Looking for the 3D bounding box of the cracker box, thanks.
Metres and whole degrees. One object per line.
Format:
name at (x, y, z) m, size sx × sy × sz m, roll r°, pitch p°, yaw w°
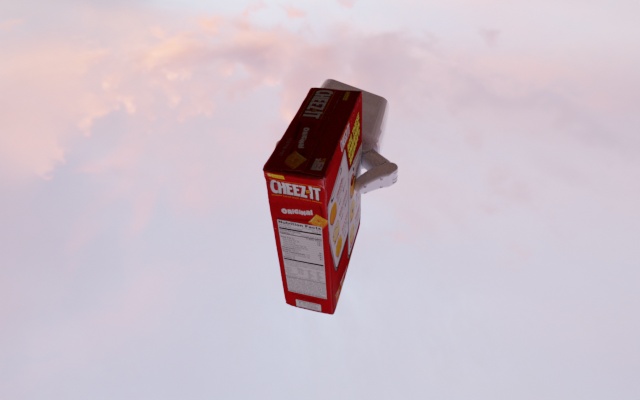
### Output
cracker box at (0.000, 0.002, 0.563) m, size 0.072 × 0.214 × 0.164 m, roll 8°, pitch 43°, yaw 14°
